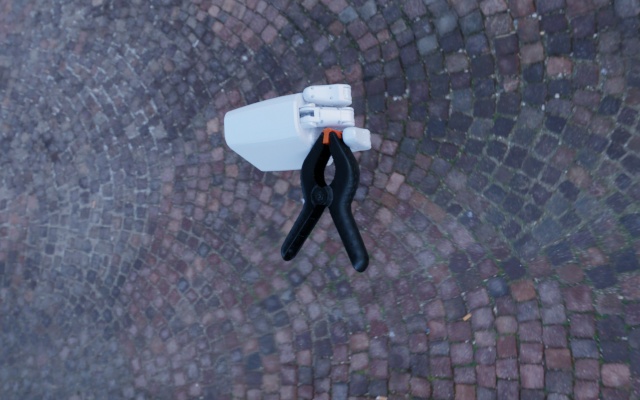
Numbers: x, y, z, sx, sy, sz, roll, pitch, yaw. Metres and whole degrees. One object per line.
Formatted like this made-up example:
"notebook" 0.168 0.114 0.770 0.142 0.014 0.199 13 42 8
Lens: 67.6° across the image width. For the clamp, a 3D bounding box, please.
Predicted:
"clamp" 0.000 0.002 0.578 0.120 0.171 0.039 -6 -9 27
